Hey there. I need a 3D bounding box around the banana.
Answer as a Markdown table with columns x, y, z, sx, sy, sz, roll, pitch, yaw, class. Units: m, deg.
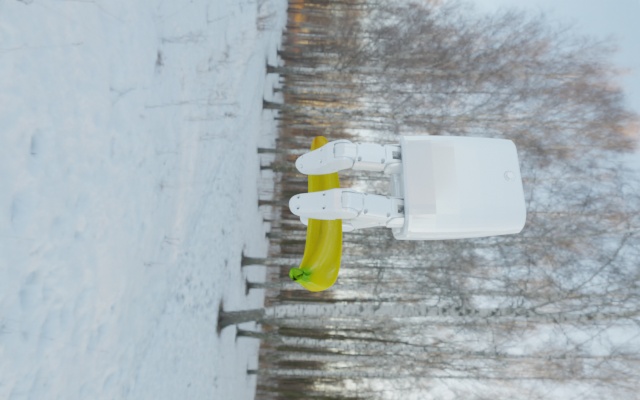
| x | y | z | sx | sy | sz | roll | pitch | yaw | class |
| --- | --- | --- | --- | --- | --- | --- | --- | --- | --- |
| 0.002 | 0.018 | 0.471 | 0.037 | 0.070 | 0.197 | -3 | 42 | 7 | banana |
